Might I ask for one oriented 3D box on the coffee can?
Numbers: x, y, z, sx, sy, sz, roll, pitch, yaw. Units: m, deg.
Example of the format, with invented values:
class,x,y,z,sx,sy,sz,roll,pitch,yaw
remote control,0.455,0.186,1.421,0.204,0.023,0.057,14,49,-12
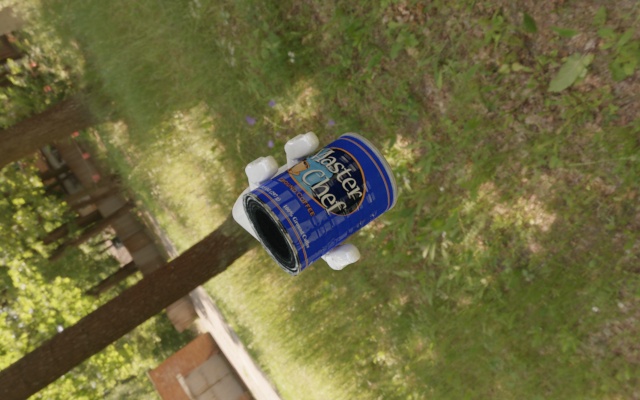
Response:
class,x,y,z,sx,sy,sz,roll,pitch,yaw
coffee can,0.000,0.002,0.530,0.140,0.103,0.103,-33,14,-22
